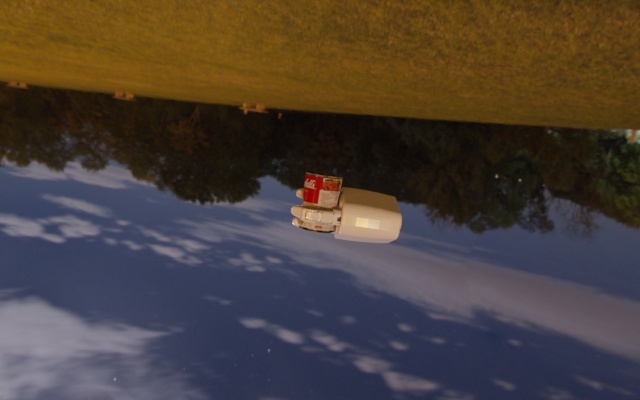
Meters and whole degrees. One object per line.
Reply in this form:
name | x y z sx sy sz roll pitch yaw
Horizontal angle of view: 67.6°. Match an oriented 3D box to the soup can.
soup can | 0.000 0.003 0.872 0.068 0.102 0.068 8 6 -1
